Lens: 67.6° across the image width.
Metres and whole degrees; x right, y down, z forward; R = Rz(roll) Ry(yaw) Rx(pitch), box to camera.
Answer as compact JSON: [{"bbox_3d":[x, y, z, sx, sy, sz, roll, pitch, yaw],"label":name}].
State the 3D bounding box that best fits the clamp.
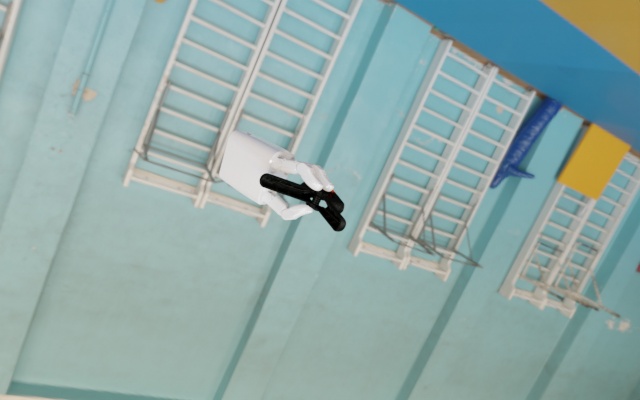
[{"bbox_3d":[0.000,0.003,0.862,0.164,0.036,0.210,33,11,19],"label":"clamp"}]
